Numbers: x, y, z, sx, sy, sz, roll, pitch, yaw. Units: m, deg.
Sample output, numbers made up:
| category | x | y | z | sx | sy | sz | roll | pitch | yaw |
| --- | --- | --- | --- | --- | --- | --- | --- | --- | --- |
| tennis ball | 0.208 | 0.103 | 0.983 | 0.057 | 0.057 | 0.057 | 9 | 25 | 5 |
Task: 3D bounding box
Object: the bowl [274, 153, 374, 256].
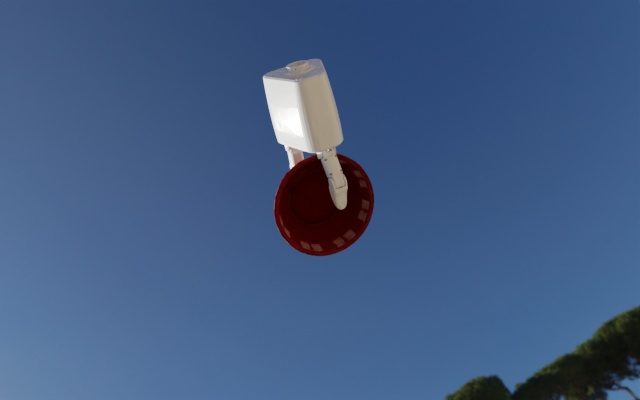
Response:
| category | x | y | z | sx | sy | sz | roll | pitch | yaw |
| --- | --- | --- | --- | --- | --- | --- | --- | --- | --- |
| bowl | 0.000 | 0.004 | 0.749 | 0.162 | 0.162 | 0.055 | 0 | 12 | -19 |
